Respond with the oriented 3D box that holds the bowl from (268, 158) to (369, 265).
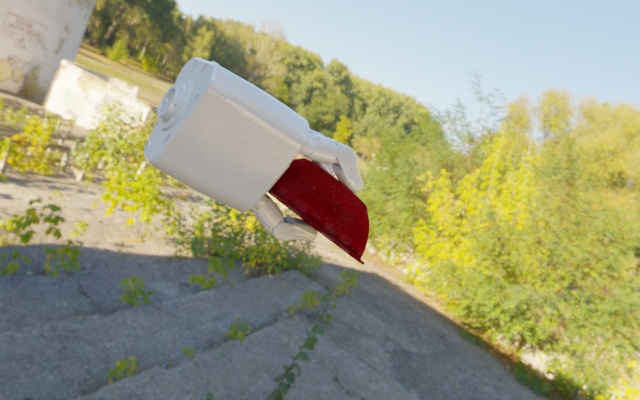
[{"bbox_3d":[0.001,0.002,0.536,0.162,0.055,0.162,38,-3,2],"label":"bowl"}]
